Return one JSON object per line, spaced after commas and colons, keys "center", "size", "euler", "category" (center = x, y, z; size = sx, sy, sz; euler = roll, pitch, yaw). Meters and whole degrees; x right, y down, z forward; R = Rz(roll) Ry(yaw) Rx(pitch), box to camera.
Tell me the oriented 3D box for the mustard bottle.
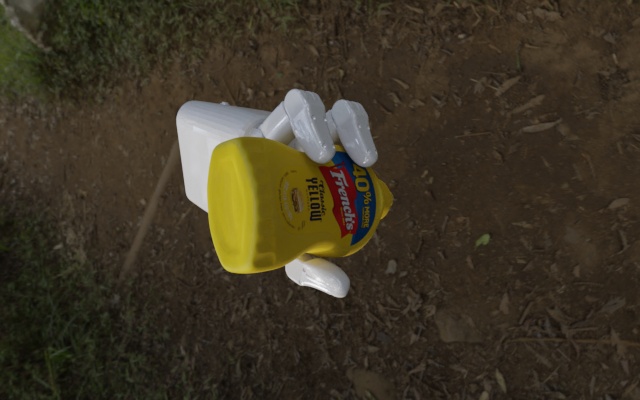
{"center": [0.000, 0.001, 0.400], "size": [0.058, 0.096, 0.191], "euler": [-10, -5, 42], "category": "mustard bottle"}
